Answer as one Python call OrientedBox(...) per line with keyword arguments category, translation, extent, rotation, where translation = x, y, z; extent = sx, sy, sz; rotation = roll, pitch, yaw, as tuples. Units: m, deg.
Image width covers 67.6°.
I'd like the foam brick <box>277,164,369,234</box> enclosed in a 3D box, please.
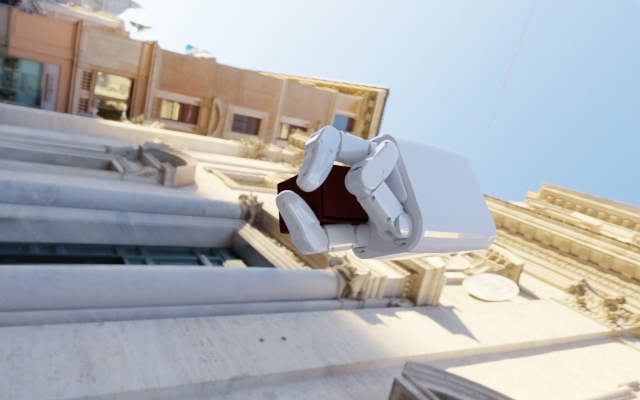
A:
OrientedBox(category="foam brick", translation=(0.000, 0.001, 0.453), extent=(0.051, 0.053, 0.078), rotation=(5, -14, -34))
